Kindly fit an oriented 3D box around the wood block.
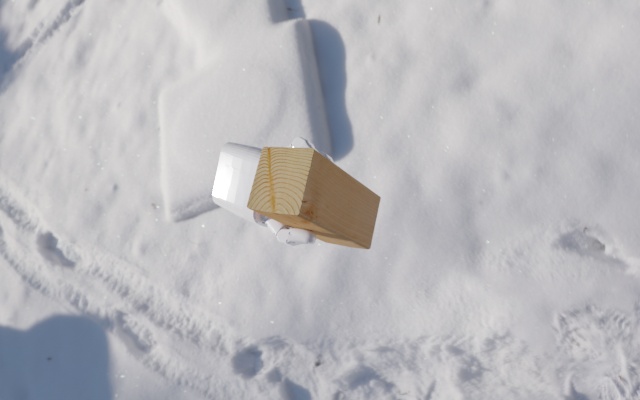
[{"bbox_3d":[0.000,0.003,0.699,0.090,0.091,0.206,6,-13,34],"label":"wood block"}]
